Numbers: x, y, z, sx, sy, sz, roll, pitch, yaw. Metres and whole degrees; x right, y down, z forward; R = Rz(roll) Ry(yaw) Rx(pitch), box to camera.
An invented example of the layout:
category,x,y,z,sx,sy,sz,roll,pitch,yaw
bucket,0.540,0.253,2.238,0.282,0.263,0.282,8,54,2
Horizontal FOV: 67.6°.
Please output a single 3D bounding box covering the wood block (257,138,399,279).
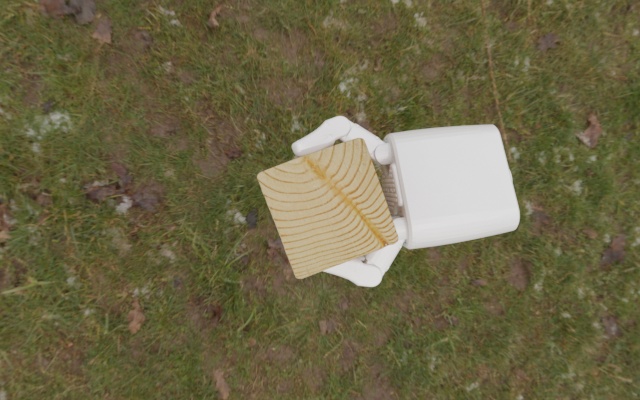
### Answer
category,x,y,z,sx,sy,sz,roll,pitch,yaw
wood block,0.000,0.001,0.472,0.090,0.091,0.206,-20,3,-3
